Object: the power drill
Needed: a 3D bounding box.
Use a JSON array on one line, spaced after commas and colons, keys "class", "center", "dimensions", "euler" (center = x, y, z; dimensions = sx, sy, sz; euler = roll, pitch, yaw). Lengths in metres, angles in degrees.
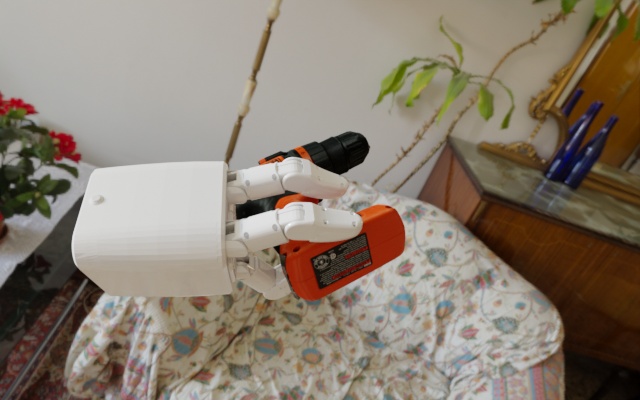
[{"class": "power drill", "center": [0.000, 0.002, 0.461], "dimensions": [0.184, 0.057, 0.187], "euler": [-27, 33, -13]}]
